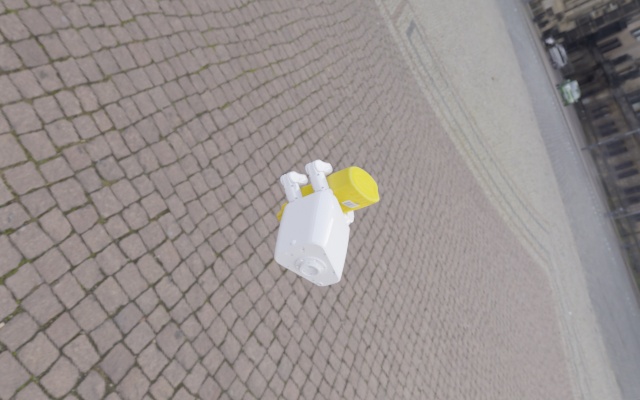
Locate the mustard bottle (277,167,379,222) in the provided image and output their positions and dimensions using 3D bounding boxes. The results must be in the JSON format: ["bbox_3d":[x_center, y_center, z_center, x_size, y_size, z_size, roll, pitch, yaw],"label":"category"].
[{"bbox_3d":[0.000,0.002,0.844,0.192,0.058,0.096,-22,-28,30],"label":"mustard bottle"}]
